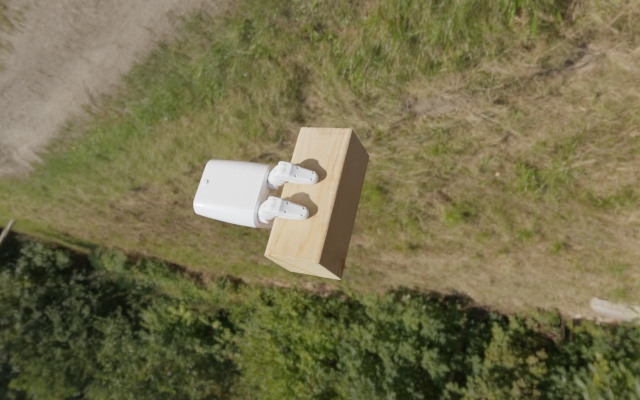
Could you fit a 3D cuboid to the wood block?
[{"bbox_3d":[0.000,0.003,0.718,0.090,0.206,0.091,5,-20,26],"label":"wood block"}]
